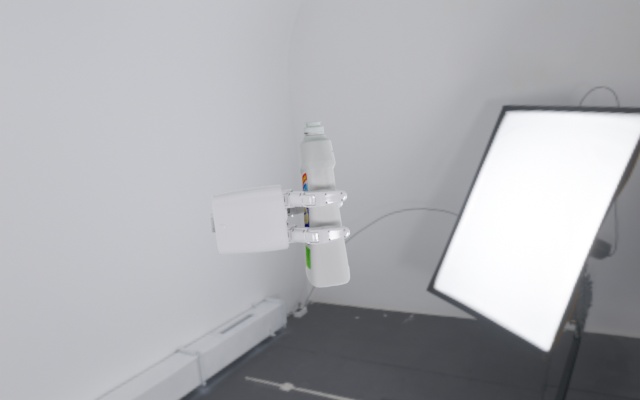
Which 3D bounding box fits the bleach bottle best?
[{"bbox_3d":[0.000,0.003,0.755,0.068,0.251,0.102,-7,8,-7],"label":"bleach bottle"}]
